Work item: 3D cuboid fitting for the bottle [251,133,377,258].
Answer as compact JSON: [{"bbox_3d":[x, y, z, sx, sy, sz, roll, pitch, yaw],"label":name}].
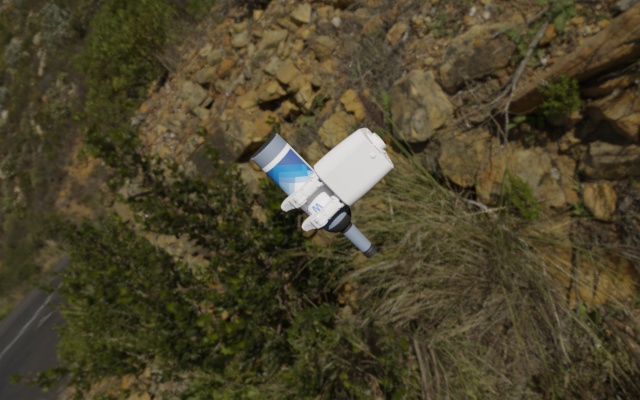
[{"bbox_3d":[0.000,0.003,0.892,0.296,0.069,0.069,45,-15,-16],"label":"bottle"}]
